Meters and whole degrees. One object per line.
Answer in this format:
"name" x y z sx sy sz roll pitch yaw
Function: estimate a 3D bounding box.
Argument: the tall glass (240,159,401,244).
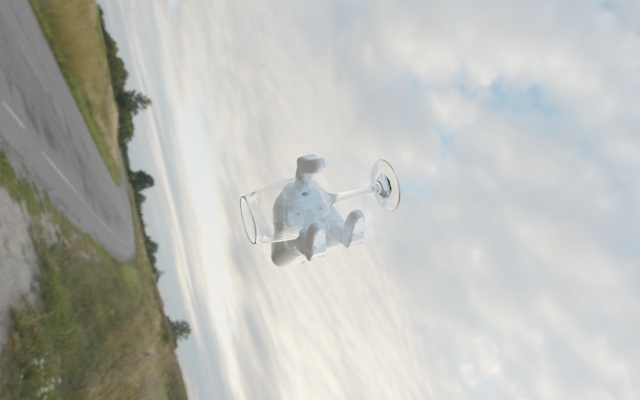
"tall glass" 0.001 0.002 0.624 0.201 0.079 0.079 -14 5 -22
